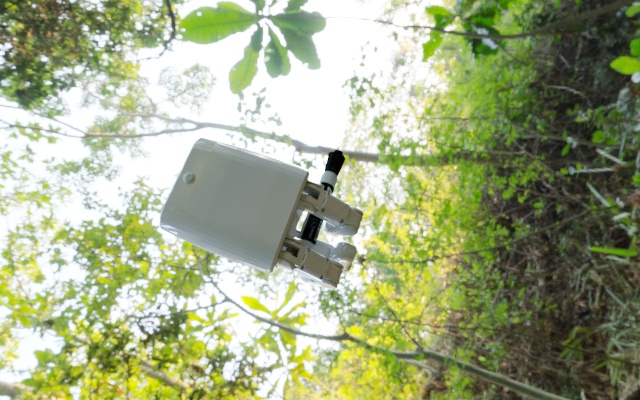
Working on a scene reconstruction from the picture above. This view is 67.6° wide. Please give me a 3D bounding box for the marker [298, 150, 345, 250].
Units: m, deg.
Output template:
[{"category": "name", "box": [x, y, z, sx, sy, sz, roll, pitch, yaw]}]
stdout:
[{"category": "marker", "box": [0.000, 0.002, 0.480, 0.020, 0.121, 0.020, 17, -21, 7]}]
